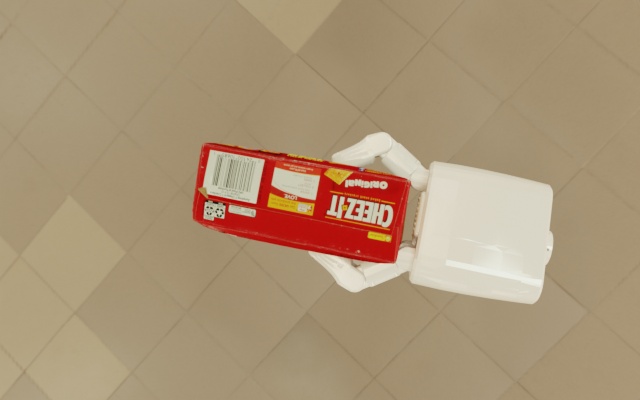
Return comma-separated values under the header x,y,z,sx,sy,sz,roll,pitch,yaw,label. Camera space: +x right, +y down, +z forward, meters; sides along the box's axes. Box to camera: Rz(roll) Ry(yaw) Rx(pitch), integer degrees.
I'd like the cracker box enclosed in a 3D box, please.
x,y,z,sx,sy,sz,roll,pitch,yaw,label
0.000,0.001,0.456,0.164,0.072,0.213,11,2,10,cracker box
